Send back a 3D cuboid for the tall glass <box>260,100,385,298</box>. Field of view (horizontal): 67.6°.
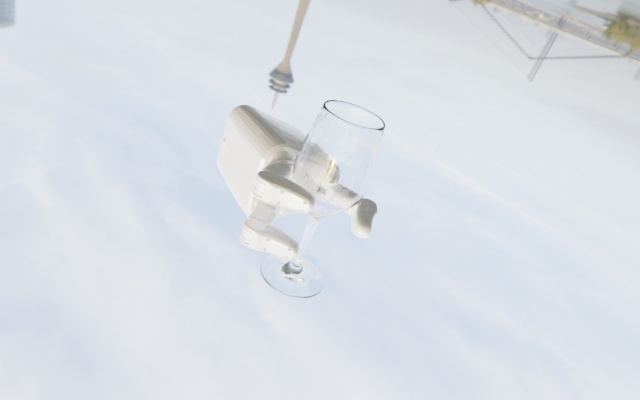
[{"bbox_3d":[0.000,0.002,0.491,0.079,0.201,0.079,17,28,-9],"label":"tall glass"}]
